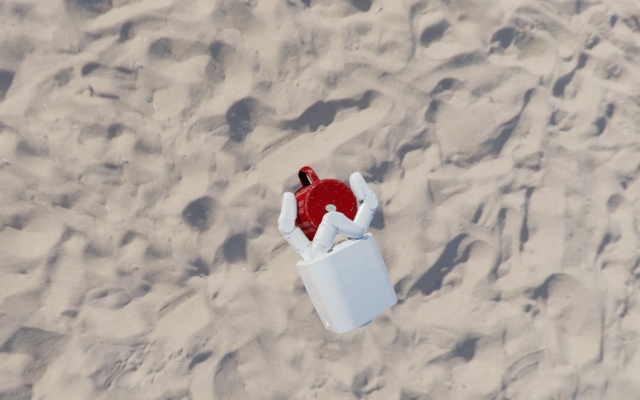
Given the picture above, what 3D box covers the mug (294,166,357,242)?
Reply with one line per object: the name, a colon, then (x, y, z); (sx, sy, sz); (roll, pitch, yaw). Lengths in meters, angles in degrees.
mug: (0.000, 0.001, 0.711); (0.093, 0.117, 0.081); (-23, -1, -18)
